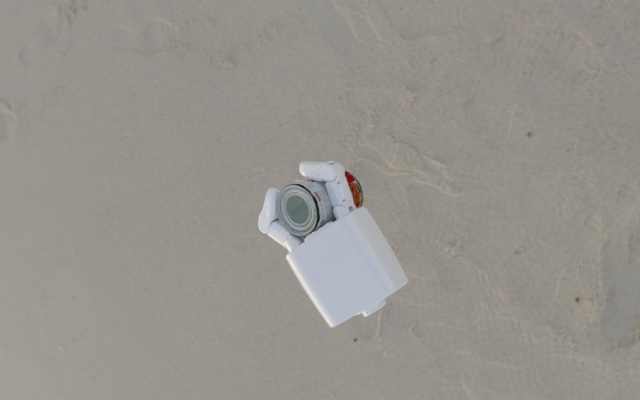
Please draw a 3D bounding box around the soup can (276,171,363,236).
[{"bbox_3d":[0.000,0.002,0.617,0.068,0.068,0.102,0,12,37],"label":"soup can"}]
